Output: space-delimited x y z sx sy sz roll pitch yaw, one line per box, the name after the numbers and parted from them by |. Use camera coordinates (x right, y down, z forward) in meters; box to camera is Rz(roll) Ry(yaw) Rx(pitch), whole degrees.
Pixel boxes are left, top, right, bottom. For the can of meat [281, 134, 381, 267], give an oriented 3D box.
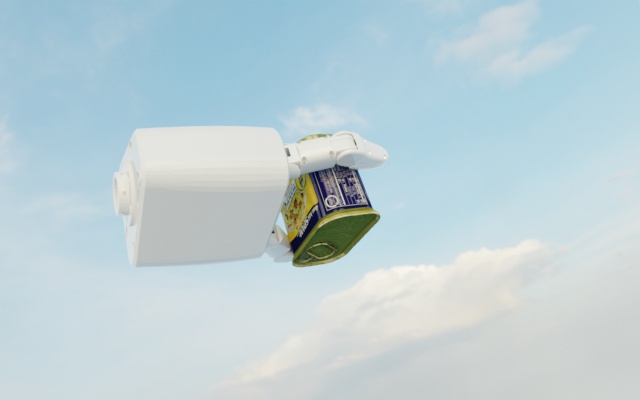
0.000 0.001 0.434 0.057 0.084 0.102 -5 -28 -27 | can of meat
